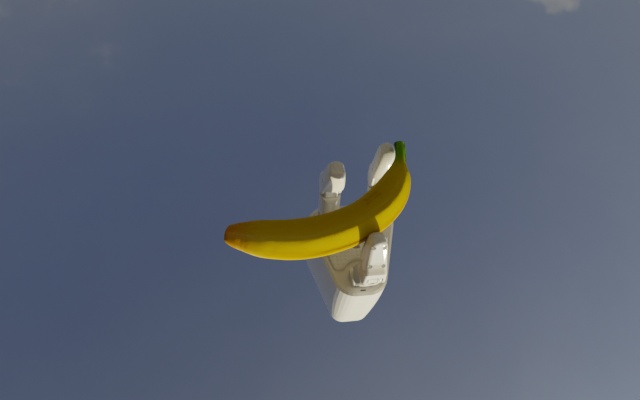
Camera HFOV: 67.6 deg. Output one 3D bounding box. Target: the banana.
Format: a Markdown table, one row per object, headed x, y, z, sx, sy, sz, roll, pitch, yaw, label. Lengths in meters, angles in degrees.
| x | y | z | sx | sy | sz | roll | pitch | yaw | label |
| --- | --- | --- | --- | --- | --- | --- | --- | --- | --- |
| 0.013 | 0.014 | 0.440 | 0.198 | 0.069 | 0.037 | -27 | -22 | -19 | banana |
